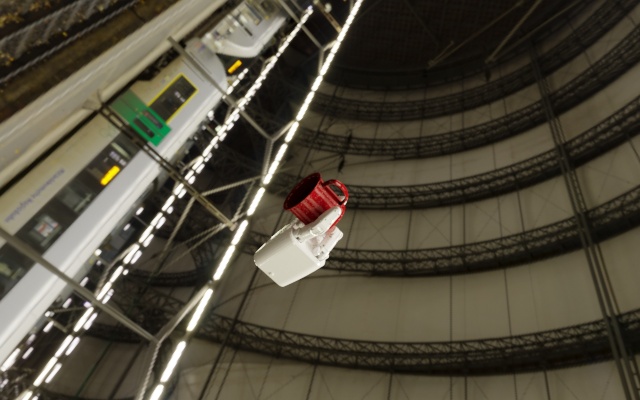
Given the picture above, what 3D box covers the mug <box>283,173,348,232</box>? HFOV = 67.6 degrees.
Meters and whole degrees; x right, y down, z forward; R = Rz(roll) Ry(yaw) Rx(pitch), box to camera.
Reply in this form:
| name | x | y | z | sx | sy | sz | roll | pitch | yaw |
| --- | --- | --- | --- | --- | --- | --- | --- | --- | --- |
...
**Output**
| name | x | y | z | sx | sy | sz | roll | pitch | yaw |
| --- | --- | --- | --- | --- | --- | --- | --- | --- | --- |
| mug | 0.001 | 0.002 | 0.886 | 0.117 | 0.081 | 0.093 | -33 | 23 | 28 |
